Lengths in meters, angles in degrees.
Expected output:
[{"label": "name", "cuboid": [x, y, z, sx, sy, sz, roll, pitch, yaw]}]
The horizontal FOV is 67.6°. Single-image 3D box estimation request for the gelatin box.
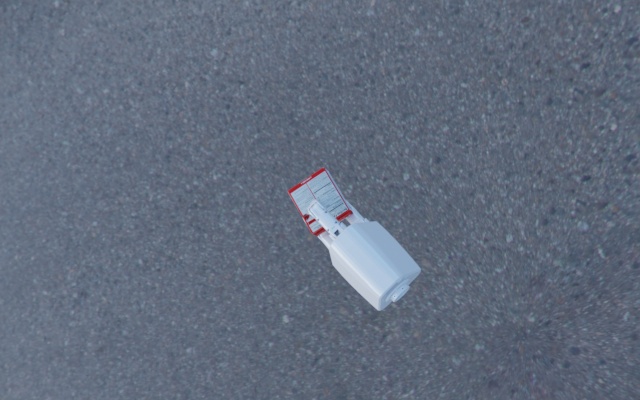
[{"label": "gelatin box", "cuboid": [0.000, 0.002, 0.779, 0.073, 0.089, 0.030, -33, -16, 9]}]
